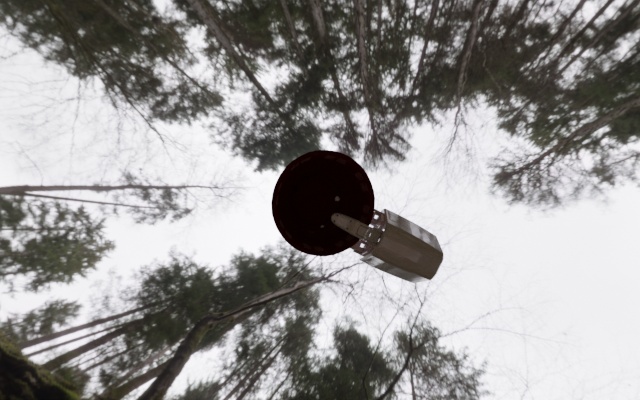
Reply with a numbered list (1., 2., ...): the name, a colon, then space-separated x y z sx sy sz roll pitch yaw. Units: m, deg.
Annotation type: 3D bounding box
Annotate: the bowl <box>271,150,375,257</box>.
1. bowl: -0.001 0.002 0.743 0.162 0.162 0.055 0 6 -14
